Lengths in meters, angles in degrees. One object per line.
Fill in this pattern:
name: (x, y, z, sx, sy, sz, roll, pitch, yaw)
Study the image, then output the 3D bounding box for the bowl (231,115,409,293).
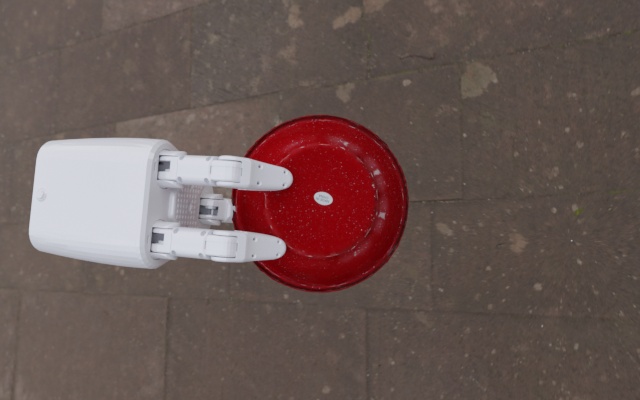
bowl: (0.001, 0.001, 0.408, 0.162, 0.162, 0.055, 0, -2, -1)
